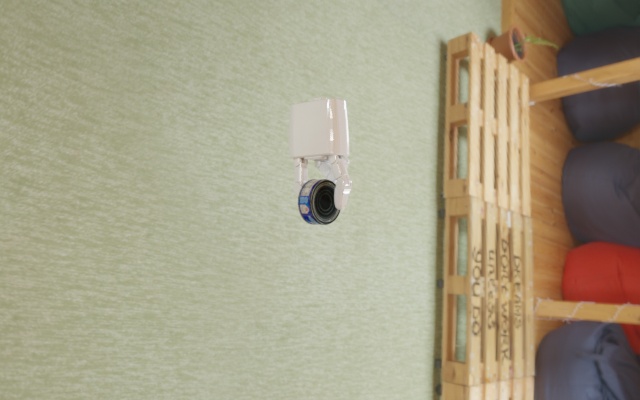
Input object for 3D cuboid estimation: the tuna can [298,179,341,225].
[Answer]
[{"bbox_3d":[0.001,0.003,0.882,0.034,0.086,0.086,1,1,45],"label":"tuna can"}]
